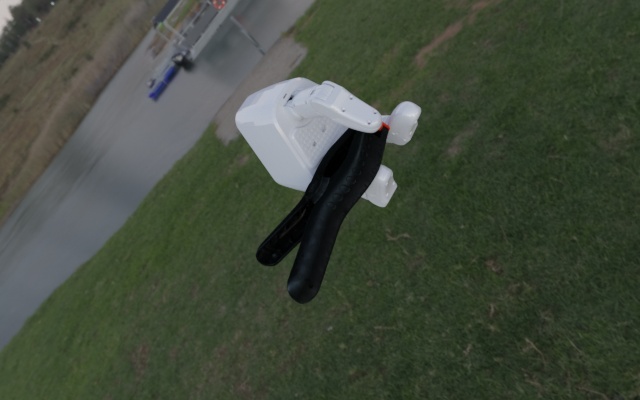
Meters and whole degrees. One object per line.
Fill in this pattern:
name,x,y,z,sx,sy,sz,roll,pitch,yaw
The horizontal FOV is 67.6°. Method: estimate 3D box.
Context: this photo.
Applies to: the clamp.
clamp,0.000,0.001,0.419,0.039,0.171,0.120,38,-15,-27
